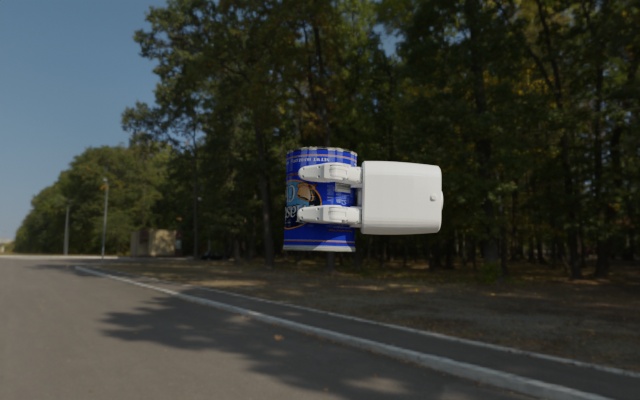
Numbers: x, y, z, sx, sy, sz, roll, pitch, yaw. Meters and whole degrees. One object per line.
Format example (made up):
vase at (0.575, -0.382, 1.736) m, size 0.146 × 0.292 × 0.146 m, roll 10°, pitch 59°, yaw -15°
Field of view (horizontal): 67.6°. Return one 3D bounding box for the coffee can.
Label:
coffee can at (0.000, 0.002, 0.684) m, size 0.103 × 0.140 × 0.103 m, roll 2°, pitch -6°, yaw 0°
